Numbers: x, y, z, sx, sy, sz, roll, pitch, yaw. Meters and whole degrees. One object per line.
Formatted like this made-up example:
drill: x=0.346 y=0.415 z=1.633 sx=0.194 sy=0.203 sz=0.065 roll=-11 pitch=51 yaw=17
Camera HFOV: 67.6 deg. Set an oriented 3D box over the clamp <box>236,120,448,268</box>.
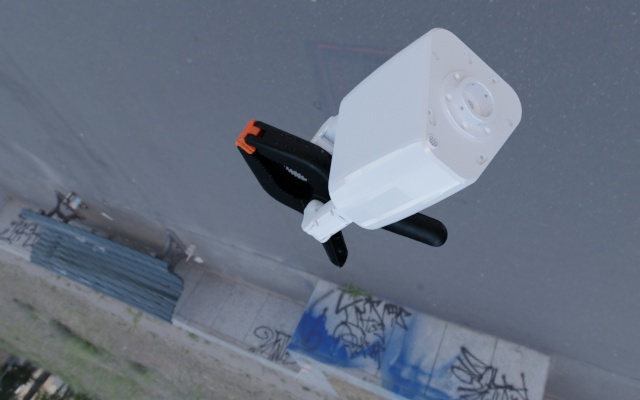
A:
clamp: x=-0.001 y=0.002 z=0.483 sx=0.210 sy=0.036 sz=0.164 roll=35 pitch=-34 yaw=-16
